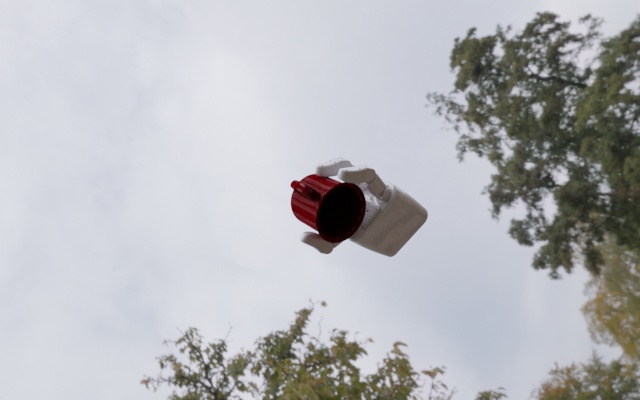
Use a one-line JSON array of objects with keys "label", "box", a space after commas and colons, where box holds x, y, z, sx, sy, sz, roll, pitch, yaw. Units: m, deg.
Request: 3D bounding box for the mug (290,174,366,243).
[{"label": "mug", "box": [-0.001, 0.002, 0.714, 0.117, 0.093, 0.081, 31, -3, -40]}]
